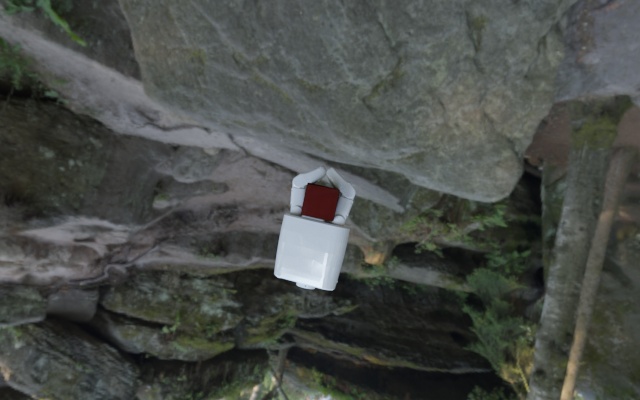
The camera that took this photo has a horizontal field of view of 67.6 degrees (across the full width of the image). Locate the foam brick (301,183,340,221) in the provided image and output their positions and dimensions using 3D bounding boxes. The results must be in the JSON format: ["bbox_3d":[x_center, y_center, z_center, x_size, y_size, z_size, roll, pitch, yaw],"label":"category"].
[{"bbox_3d":[0.000,0.002,0.764,0.053,0.051,0.078,13,0,1],"label":"foam brick"}]
